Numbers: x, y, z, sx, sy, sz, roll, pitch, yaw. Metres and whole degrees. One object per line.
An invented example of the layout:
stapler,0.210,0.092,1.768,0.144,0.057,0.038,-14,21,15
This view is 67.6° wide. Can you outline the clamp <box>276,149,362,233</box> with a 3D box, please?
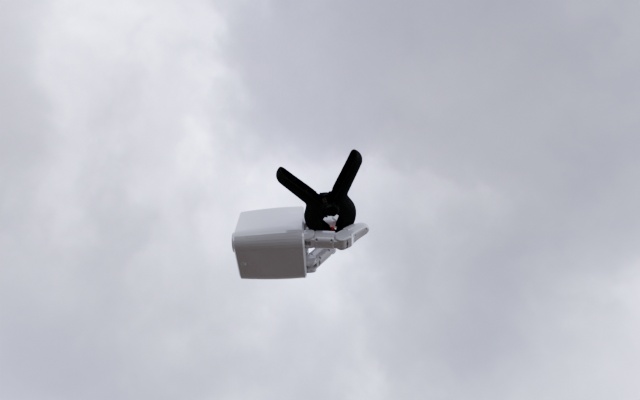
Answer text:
clamp,0.000,0.002,0.702,0.120,0.172,0.039,-3,40,0
